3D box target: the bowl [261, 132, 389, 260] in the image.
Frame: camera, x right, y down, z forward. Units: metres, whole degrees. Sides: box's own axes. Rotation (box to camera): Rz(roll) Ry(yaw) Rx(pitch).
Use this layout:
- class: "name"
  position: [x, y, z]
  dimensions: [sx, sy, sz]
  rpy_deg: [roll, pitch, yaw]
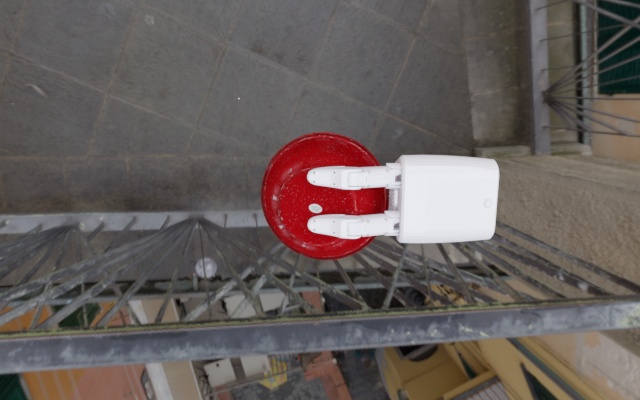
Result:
- class: "bowl"
  position: [-0.001, 0.002, 0.567]
  dimensions: [0.162, 0.162, 0.055]
  rpy_deg: [0, 12, 10]
